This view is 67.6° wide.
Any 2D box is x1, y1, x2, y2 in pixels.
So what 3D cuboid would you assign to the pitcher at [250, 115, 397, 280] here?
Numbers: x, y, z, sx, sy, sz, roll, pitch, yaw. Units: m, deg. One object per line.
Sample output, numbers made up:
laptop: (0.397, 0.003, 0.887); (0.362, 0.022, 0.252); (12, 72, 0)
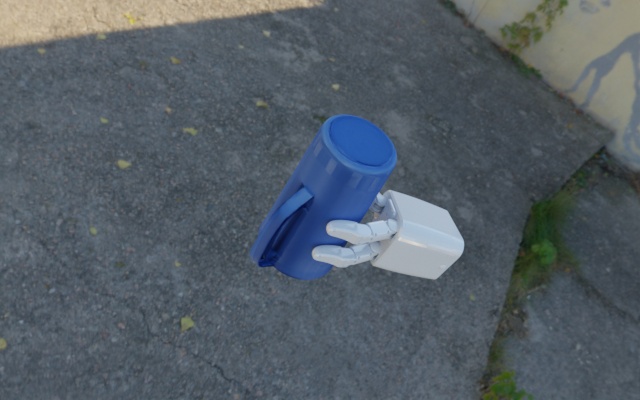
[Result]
pitcher: (0.000, 0.002, 0.680); (0.145, 0.149, 0.243); (18, -45, -13)
